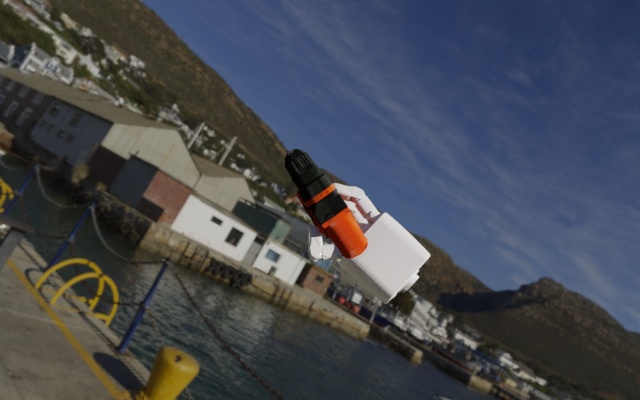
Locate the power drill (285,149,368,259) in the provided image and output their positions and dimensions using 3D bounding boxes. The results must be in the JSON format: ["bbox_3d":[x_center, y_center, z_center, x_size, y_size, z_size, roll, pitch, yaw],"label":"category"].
[{"bbox_3d":[0.000,0.003,0.774,0.057,0.184,0.187,-32,4,-2],"label":"power drill"}]
